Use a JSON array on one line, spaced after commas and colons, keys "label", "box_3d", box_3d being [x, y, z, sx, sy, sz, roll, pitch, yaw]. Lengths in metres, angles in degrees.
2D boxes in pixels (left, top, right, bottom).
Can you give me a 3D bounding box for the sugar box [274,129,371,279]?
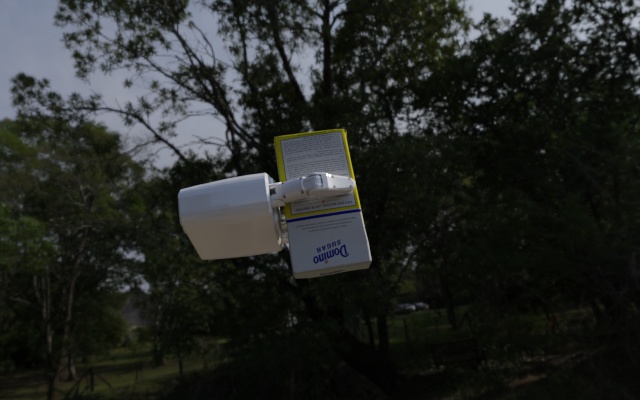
[{"label": "sugar box", "box_3d": [0.000, 0.002, 0.586, 0.093, 0.176, 0.048, -8, -18, -3]}]
